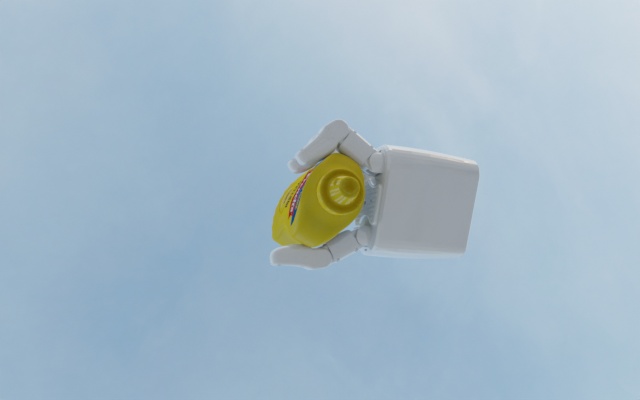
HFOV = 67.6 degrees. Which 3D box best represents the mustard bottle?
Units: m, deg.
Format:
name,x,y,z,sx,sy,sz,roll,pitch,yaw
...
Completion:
name,x,y,z,sx,sy,sz,roll,pitch,yaw
mustard bottle,0.000,0.002,0.485,0.058,0.096,0.191,32,-14,-10
